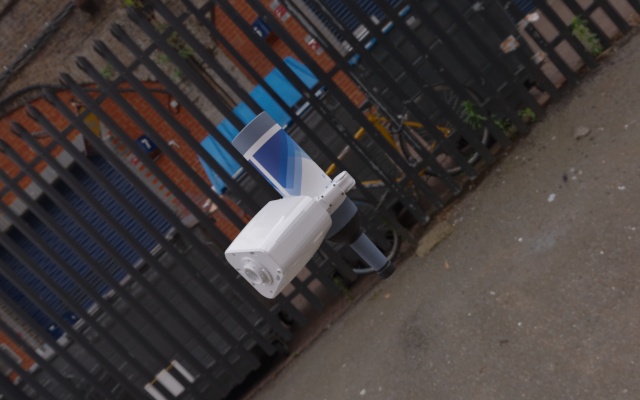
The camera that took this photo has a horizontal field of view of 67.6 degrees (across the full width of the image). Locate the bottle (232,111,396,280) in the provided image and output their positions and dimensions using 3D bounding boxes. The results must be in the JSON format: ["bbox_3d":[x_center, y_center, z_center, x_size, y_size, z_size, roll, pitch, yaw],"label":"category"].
[{"bbox_3d":[0.000,0.002,0.688,0.069,0.296,0.069,-43,7,6],"label":"bottle"}]
